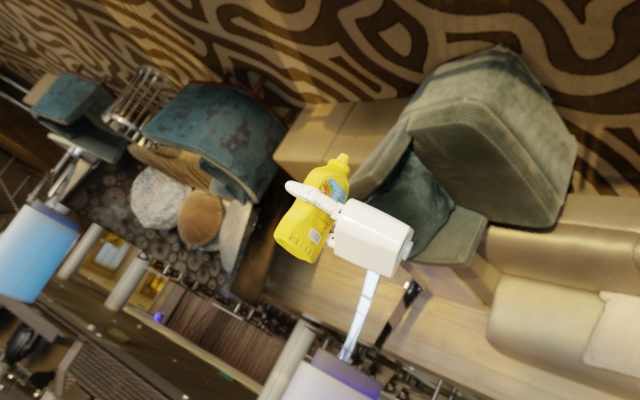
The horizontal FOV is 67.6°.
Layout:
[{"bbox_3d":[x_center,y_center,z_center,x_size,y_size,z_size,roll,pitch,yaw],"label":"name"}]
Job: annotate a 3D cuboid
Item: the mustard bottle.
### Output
[{"bbox_3d":[0.000,0.003,0.804,0.058,0.191,0.096,15,-22,40],"label":"mustard bottle"}]
